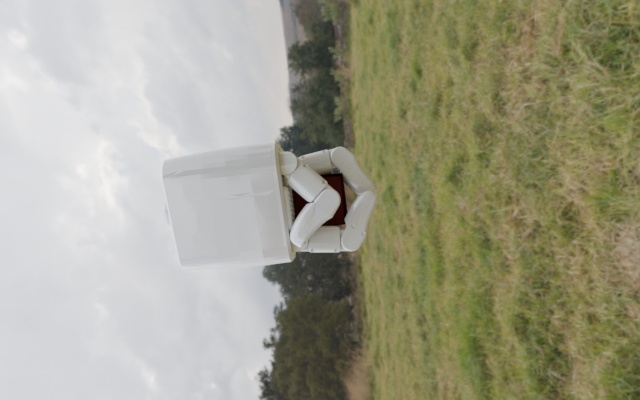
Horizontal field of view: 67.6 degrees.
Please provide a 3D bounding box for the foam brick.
[{"bbox_3d":[0.000,0.002,0.501,0.051,0.053,0.078,-7,-3,1],"label":"foam brick"}]
